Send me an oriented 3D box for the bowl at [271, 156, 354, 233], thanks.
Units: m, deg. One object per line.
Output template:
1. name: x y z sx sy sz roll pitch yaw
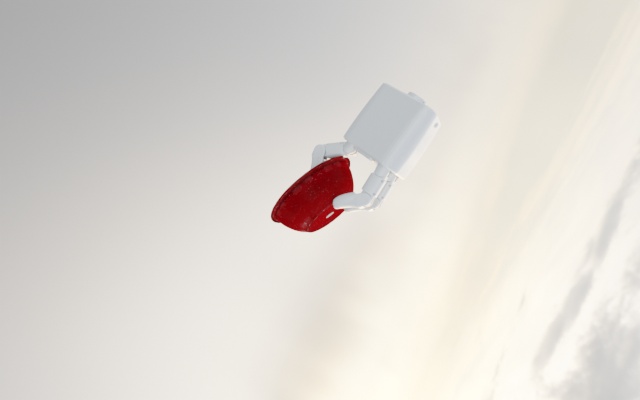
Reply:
1. bowl: 0.000 0.004 0.774 0.162 0.055 0.162 -35 -17 -12
